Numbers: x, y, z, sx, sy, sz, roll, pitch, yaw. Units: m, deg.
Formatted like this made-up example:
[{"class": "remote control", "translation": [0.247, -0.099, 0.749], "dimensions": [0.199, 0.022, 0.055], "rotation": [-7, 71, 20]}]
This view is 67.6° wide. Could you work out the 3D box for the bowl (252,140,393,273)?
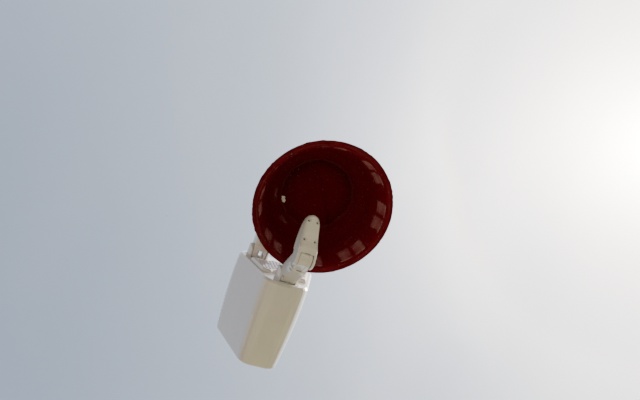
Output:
[{"class": "bowl", "translation": [0.001, 0.001, 0.560], "dimensions": [0.162, 0.162, 0.055], "rotation": [0, 22, -10]}]
